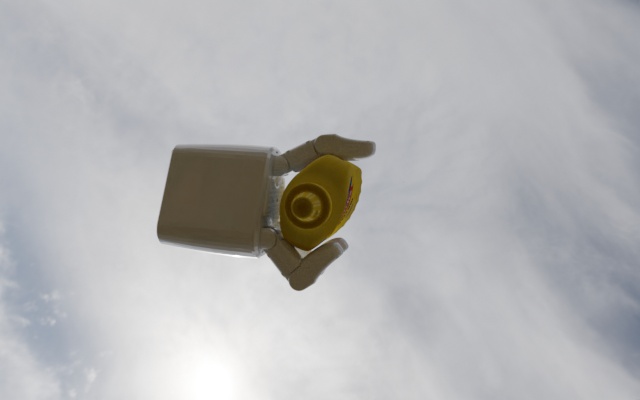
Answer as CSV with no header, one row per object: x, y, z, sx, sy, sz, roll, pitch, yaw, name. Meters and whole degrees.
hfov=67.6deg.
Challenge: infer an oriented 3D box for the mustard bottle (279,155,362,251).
0.000,0.002,0.480,0.058,0.096,0.191,29,7,7,mustard bottle
